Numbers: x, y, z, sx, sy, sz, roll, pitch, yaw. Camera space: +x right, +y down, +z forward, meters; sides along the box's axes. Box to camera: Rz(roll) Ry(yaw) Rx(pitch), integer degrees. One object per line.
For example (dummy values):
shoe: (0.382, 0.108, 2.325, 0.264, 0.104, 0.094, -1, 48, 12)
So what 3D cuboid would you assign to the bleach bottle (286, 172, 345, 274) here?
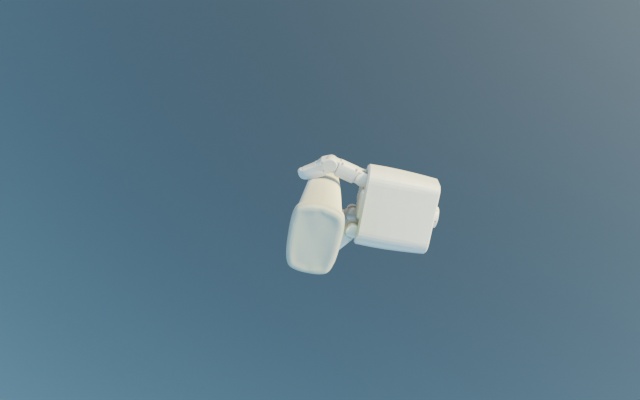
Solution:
bleach bottle: (0.000, 0.002, 0.707, 0.068, 0.103, 0.250, 12, 24, -1)
